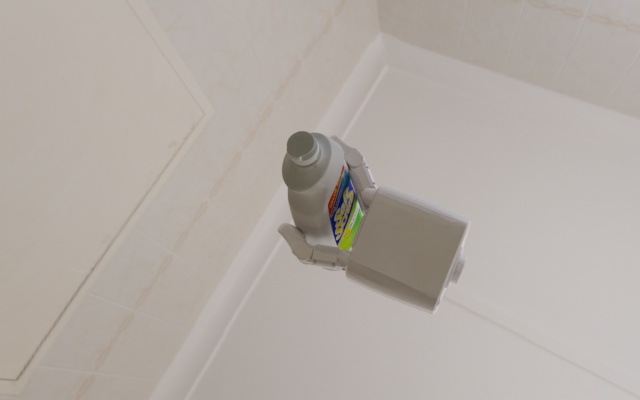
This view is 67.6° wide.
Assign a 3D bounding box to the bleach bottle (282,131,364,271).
[{"bbox_3d":[0.000,0.002,0.569,0.068,0.102,0.251,22,-17,19],"label":"bleach bottle"}]
